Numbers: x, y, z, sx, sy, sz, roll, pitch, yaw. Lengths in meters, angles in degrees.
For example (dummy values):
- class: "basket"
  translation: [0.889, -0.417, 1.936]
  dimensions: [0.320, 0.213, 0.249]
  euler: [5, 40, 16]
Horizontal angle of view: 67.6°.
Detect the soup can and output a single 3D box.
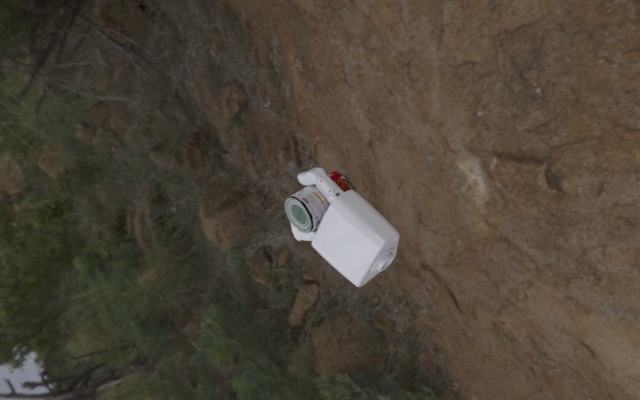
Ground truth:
- class: "soup can"
  translation: [0.000, 0.002, 0.790]
  dimensions: [0.102, 0.068, 0.068]
  euler: [-31, 18, -32]
